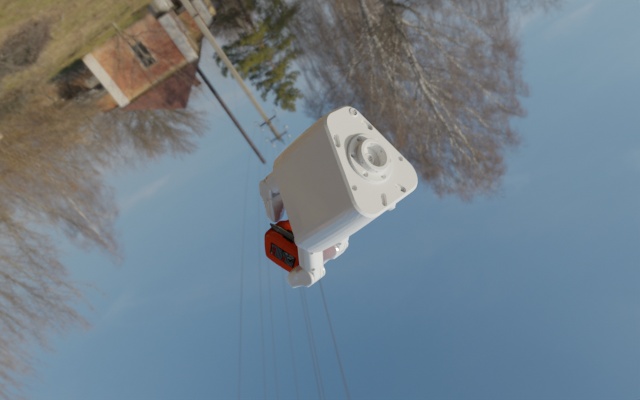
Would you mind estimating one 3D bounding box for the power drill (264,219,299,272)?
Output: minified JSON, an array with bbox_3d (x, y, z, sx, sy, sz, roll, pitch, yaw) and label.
[{"bbox_3d":[0.000,0.002,0.620,0.057,0.187,0.184,30,-21,7],"label":"power drill"}]
